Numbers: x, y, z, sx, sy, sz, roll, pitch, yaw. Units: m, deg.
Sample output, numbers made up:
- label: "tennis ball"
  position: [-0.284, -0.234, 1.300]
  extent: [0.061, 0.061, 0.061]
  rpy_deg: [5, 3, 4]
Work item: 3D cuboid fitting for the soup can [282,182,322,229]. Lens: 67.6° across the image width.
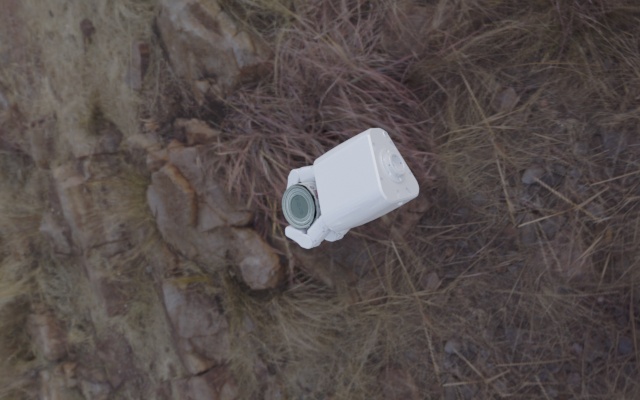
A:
- label: "soup can"
  position: [0.000, 0.002, 0.725]
  extent: [0.068, 0.068, 0.102]
  rpy_deg: [0, 8, 41]
